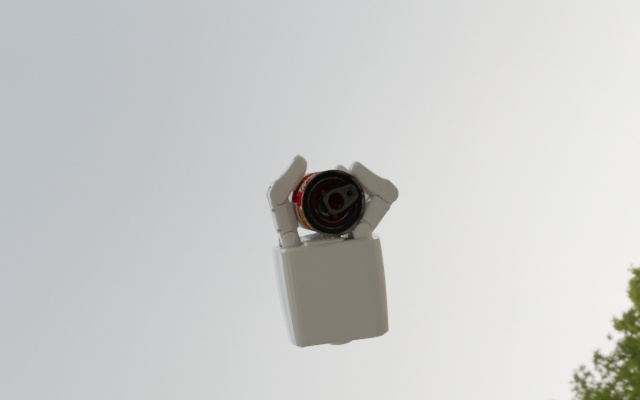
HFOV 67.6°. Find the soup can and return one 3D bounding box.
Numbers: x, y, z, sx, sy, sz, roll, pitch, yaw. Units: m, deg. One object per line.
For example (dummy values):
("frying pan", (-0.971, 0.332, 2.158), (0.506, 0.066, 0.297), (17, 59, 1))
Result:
("soup can", (0.000, 0.001, 0.528), (0.068, 0.068, 0.102), (0, 1, -16))
